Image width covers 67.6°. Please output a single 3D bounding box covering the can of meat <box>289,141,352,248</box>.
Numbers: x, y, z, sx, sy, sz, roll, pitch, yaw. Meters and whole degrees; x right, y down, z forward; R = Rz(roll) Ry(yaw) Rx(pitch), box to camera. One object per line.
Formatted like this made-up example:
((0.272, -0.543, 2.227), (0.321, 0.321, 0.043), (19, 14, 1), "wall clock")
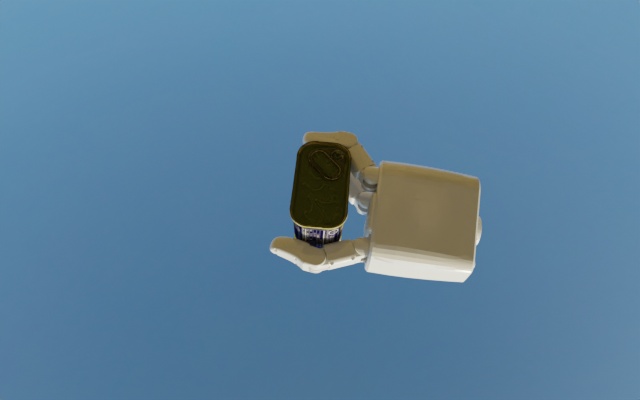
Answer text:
((0.000, 0.002, 0.517), (0.057, 0.102, 0.084), (5, -29, 1), "can of meat")
